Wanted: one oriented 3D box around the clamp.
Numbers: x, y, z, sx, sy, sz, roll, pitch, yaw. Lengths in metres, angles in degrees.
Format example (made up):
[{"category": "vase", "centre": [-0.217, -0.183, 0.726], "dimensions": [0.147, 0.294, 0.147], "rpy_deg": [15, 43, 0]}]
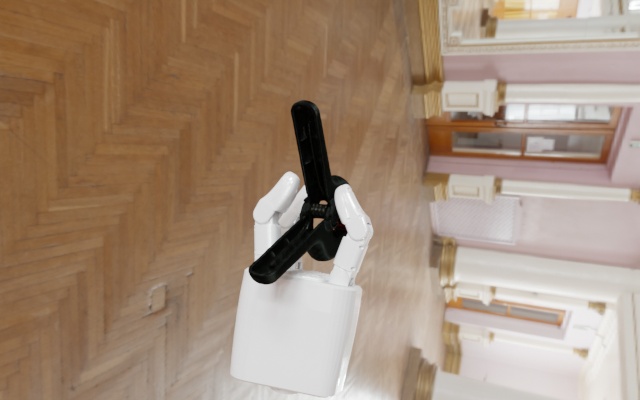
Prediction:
[{"category": "clamp", "centre": [0.001, 0.002, 0.491], "dimensions": [0.036, 0.164, 0.210], "rpy_deg": [11, -3, 22]}]
